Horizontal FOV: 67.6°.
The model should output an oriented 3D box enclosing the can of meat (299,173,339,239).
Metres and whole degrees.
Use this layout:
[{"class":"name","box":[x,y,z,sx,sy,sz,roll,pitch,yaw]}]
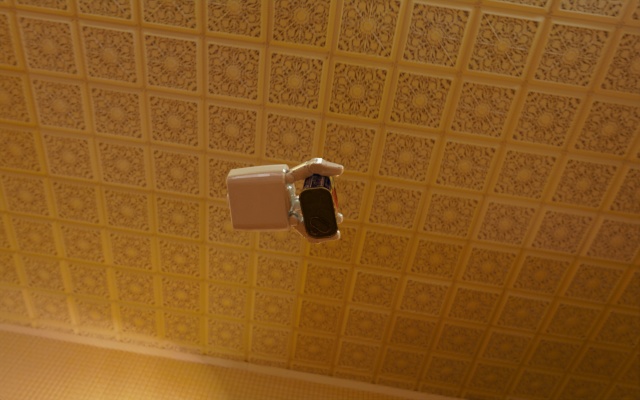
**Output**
[{"class":"can of meat","box":[0.000,0.003,0.849,0.057,0.102,0.084,-6,30,9]}]
